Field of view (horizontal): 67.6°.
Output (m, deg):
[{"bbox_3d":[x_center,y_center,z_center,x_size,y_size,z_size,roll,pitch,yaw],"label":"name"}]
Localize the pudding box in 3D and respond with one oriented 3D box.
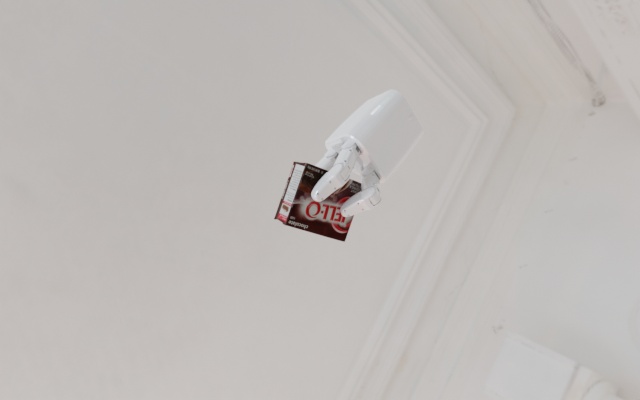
[{"bbox_3d":[0.000,0.002,0.680,0.113,0.090,0.039,18,1,-34],"label":"pudding box"}]
